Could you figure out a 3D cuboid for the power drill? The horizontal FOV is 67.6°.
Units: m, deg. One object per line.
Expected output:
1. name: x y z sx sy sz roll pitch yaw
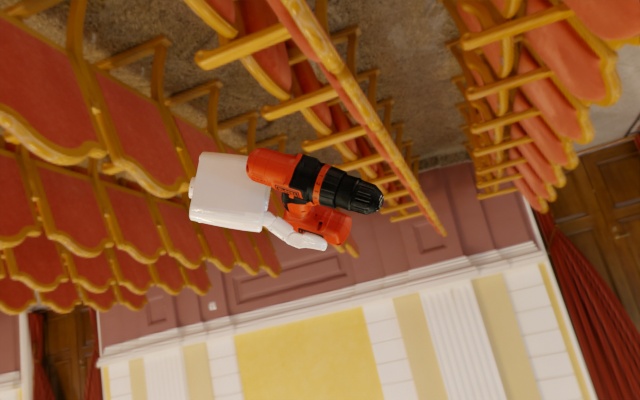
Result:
1. power drill: 0.000 0.002 0.668 0.184 0.057 0.188 20 -21 15
